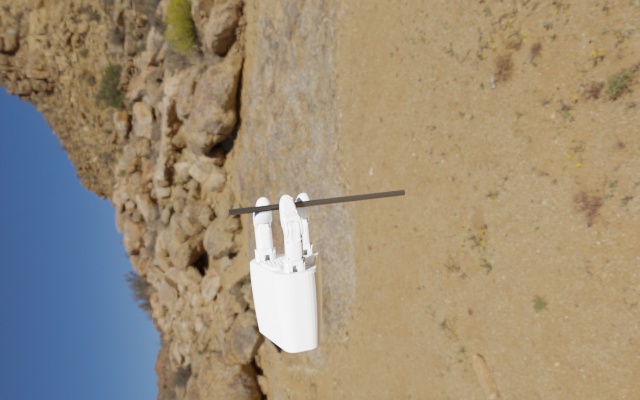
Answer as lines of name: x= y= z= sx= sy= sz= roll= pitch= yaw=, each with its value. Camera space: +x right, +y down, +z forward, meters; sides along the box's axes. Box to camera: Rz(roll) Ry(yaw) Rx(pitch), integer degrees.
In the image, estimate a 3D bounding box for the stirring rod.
stirring rod: x=0.000 y=0.002 z=0.634 sx=0.239 sy=0.011 sz=0.011 roll=-6 pitch=2 yaw=-14
